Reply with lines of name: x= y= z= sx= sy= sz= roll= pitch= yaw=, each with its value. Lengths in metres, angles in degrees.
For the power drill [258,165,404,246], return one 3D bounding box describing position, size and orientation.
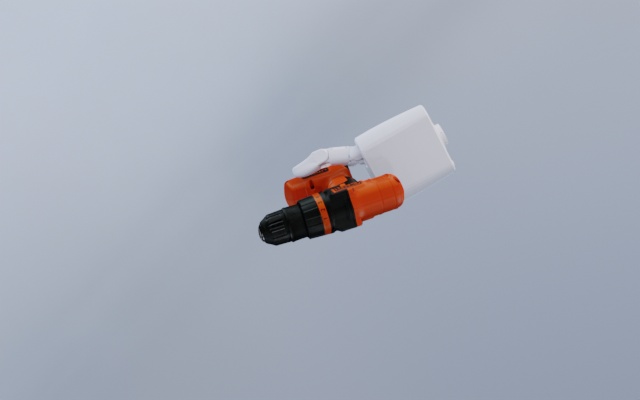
power drill: x=0.000 y=0.002 z=0.646 sx=0.184 sy=0.057 sz=0.187 roll=-16 pitch=14 yaw=-9
